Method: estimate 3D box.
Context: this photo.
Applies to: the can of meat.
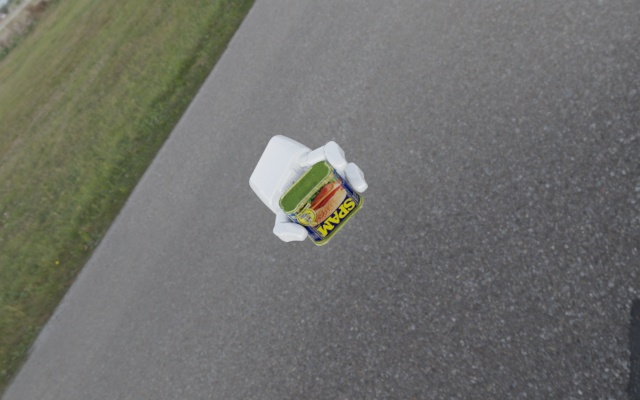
[{"bbox_3d":[0.000,0.002,0.713,0.084,0.102,0.057,46,-1,-35],"label":"can of meat"}]
